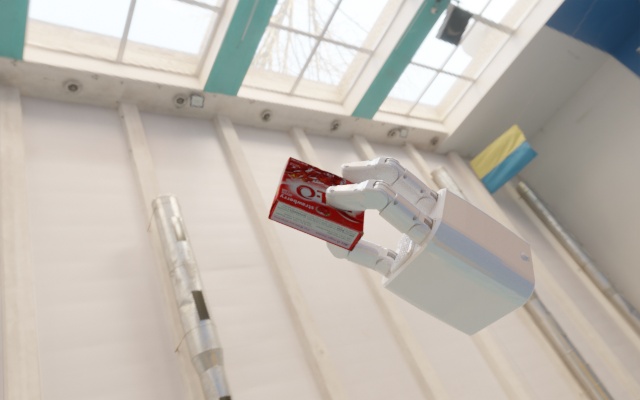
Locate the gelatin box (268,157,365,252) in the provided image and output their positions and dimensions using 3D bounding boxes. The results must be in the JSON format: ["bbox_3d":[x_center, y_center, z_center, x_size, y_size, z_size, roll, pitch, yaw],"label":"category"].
[{"bbox_3d":[0.000,0.002,0.467,0.089,0.030,0.073,21,37,-8],"label":"gelatin box"}]
